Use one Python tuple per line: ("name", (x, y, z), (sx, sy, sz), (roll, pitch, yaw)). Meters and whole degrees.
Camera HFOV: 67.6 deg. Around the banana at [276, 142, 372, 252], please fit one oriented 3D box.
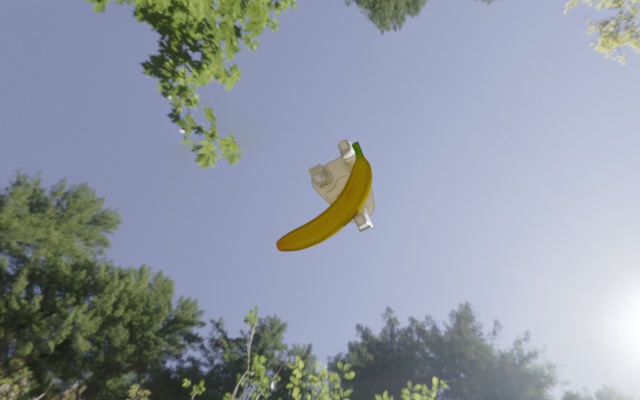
("banana", (0.017, 0.011, 0.702), (0.069, 0.198, 0.037), (37, 8, -4))
